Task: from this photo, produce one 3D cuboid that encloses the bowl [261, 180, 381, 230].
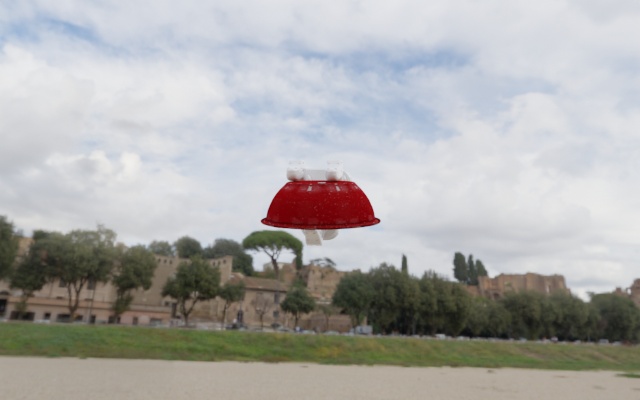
[{"bbox_3d":[0.000,0.002,0.641,0.162,0.055,0.162,0,5,0],"label":"bowl"}]
